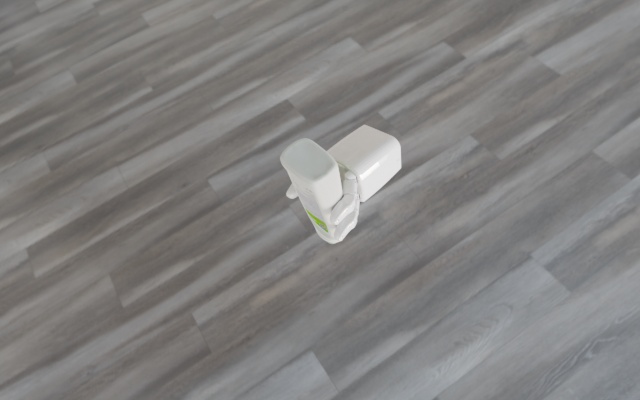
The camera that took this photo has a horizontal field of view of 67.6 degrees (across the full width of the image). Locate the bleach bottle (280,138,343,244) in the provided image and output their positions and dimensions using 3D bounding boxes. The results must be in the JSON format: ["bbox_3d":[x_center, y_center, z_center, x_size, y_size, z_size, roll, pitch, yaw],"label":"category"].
[{"bbox_3d":[0.000,0.003,0.878,0.102,0.068,0.251,41,-18,30],"label":"bleach bottle"}]
